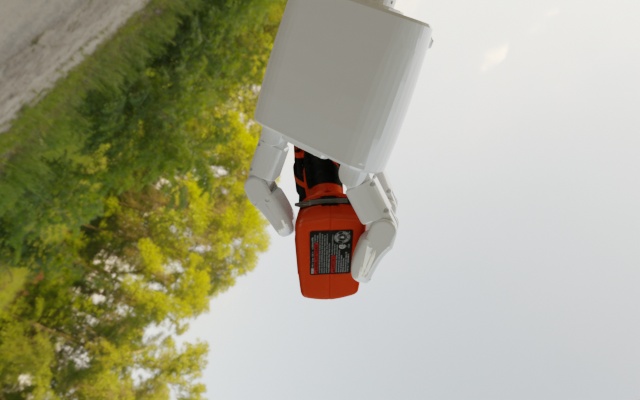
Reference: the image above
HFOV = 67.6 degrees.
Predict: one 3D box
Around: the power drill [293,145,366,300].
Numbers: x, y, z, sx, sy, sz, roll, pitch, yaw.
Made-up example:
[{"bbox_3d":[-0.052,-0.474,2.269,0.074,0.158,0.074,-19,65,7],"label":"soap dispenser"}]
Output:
[{"bbox_3d":[0.000,0.002,0.470,0.057,0.185,0.187,-5,40,-3],"label":"power drill"}]
